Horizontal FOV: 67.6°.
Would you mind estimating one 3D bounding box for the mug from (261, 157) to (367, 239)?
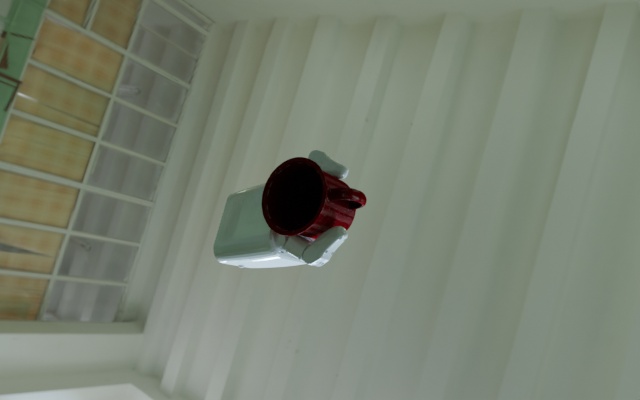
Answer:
[{"bbox_3d":[0.001,0.002,0.570,0.117,0.093,0.081,-10,-19,32],"label":"mug"}]
